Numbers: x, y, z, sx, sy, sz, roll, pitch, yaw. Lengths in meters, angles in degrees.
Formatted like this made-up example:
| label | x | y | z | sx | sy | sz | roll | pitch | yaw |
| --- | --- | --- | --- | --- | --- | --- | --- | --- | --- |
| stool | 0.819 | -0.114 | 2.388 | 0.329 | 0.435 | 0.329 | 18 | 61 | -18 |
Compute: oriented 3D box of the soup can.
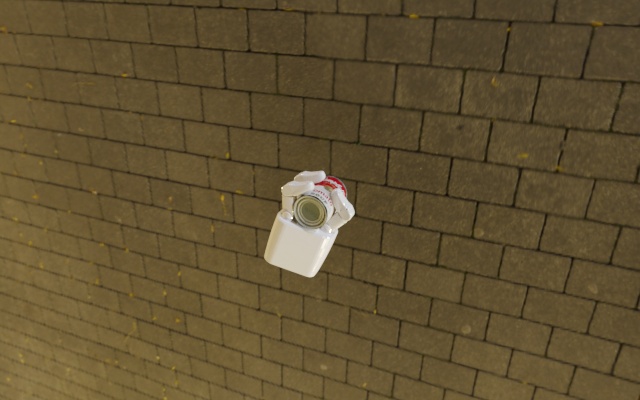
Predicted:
| label | x | y | z | sx | sy | sz | roll | pitch | yaw |
| --- | --- | --- | --- | --- | --- | --- | --- | --- | --- |
| soup can | 0.000 | 0.003 | 0.881 | 0.068 | 0.068 | 0.102 | 0 | 22 | 25 |
